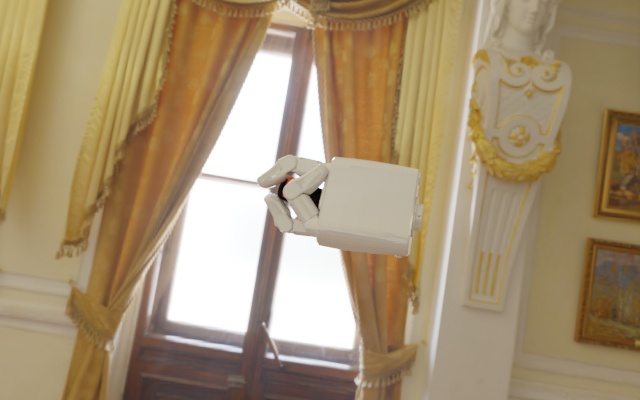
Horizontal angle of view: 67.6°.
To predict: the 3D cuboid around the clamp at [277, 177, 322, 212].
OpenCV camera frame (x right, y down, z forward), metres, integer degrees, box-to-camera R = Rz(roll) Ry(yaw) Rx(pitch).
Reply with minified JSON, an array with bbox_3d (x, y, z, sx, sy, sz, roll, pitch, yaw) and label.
[{"bbox_3d":[0.000,0.002,0.665,0.120,0.039,0.171,8,-5,13],"label":"clamp"}]
